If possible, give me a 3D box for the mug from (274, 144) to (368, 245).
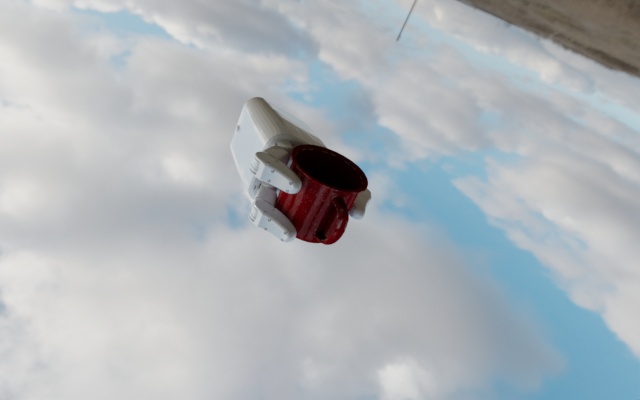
[{"bbox_3d":[0.001,0.003,0.538,0.093,0.081,0.117,6,34,-31],"label":"mug"}]
